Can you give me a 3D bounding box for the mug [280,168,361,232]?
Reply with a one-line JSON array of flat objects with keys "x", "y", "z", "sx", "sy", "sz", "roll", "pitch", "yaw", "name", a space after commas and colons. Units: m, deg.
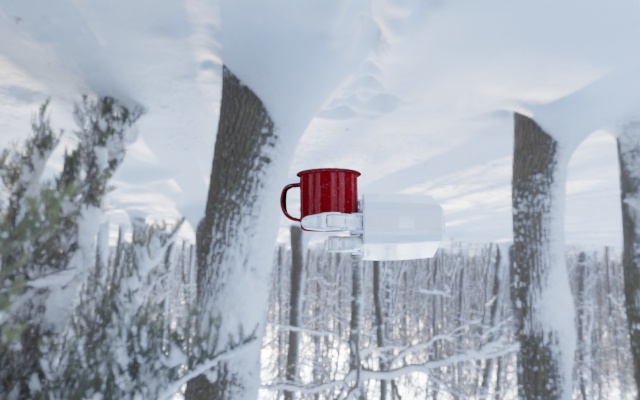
[{"x": -0.001, "y": 0.002, "z": 0.679, "sx": 0.117, "sy": 0.081, "sz": 0.093, "roll": -1, "pitch": -7, "yaw": 5, "name": "mug"}]
